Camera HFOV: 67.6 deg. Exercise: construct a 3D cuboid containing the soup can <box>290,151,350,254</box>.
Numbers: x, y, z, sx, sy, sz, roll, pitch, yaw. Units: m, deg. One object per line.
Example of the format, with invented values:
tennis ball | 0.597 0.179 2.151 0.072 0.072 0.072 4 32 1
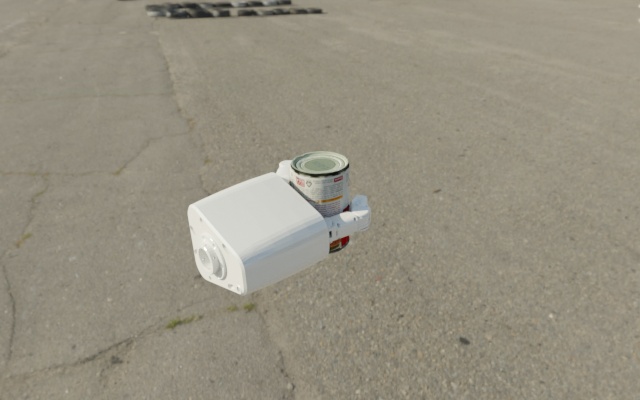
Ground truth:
soup can | 0.001 0.001 0.555 0.068 0.102 0.068 -1 27 1
